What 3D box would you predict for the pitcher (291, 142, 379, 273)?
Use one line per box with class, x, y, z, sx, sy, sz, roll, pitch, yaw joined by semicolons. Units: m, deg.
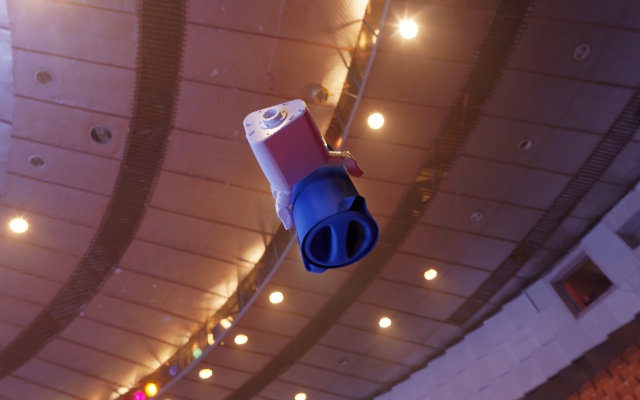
pitcher;0.000;0.003;0.870;0.149;0.145;0.242;-25;43;4
